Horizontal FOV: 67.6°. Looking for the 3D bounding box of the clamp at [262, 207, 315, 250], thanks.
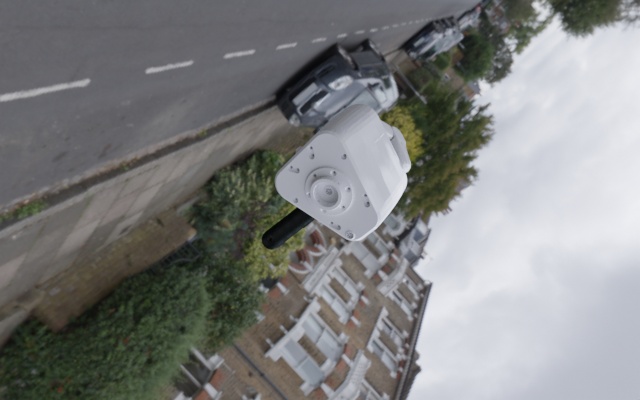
[{"bbox_3d":[0.001,0.002,0.598,0.171,0.039,0.120,-42,2,31],"label":"clamp"}]
